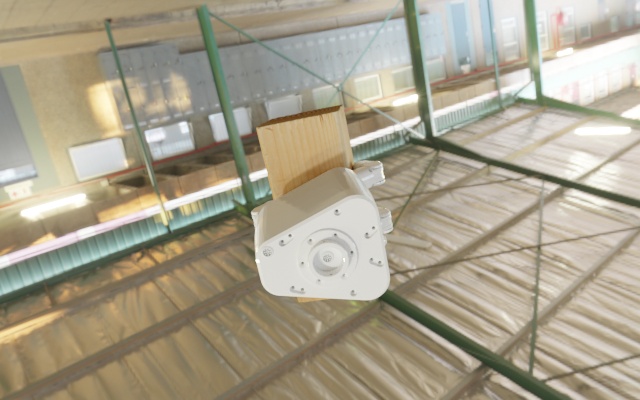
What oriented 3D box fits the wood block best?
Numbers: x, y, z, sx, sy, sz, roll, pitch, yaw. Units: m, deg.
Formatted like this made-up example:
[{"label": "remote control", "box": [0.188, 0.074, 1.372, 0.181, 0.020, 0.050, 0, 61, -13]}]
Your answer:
[{"label": "wood block", "box": [0.000, 0.002, 0.557, 0.091, 0.206, 0.090, -9, 15, 8]}]
